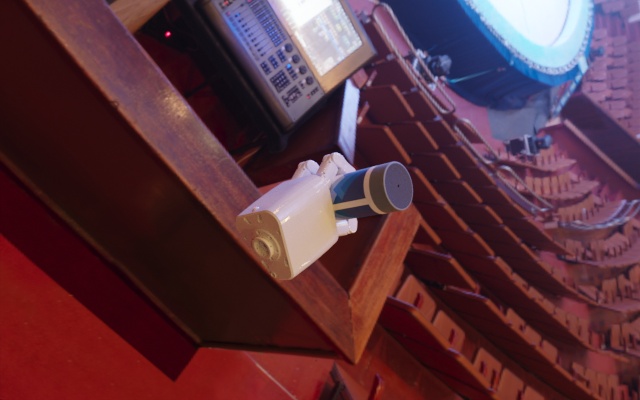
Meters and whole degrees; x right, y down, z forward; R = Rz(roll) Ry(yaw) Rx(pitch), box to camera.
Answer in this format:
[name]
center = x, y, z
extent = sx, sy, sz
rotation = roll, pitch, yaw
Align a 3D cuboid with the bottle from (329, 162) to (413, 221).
[bottle]
center = 0.000, 0.002, 0.735
extent = 0.296, 0.069, 0.069
rotation = -12, -8, 44
